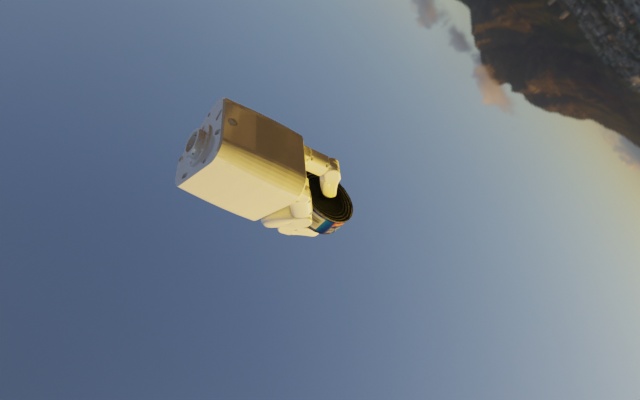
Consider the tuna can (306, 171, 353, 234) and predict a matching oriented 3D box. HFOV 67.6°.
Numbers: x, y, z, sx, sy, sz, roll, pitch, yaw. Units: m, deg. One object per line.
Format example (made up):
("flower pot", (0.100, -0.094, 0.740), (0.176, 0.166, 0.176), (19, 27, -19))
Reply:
("tuna can", (0.000, 0.002, 0.637), (0.086, 0.086, 0.034), (0, -36, -47))
